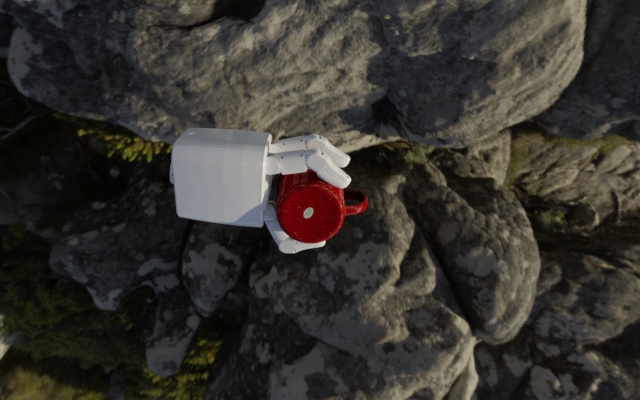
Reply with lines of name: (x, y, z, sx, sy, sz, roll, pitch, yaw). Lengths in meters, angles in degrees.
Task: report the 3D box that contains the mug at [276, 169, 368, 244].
mug: (0.002, 0.002, 0.594, 0.117, 0.093, 0.081, 4, 24, -2)
